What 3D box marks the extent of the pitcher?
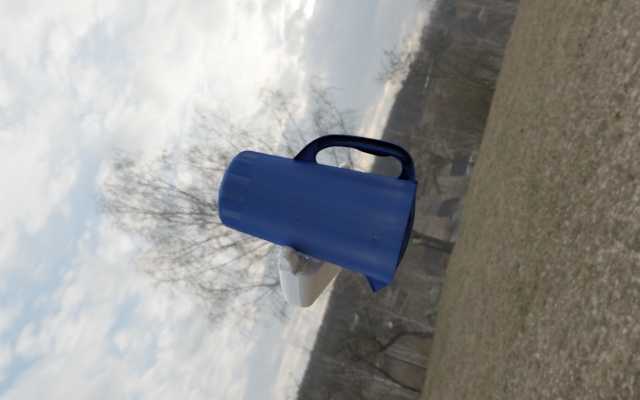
[{"bbox_3d":[0.000,0.002,0.617,0.243,0.149,0.145,15,-36,10],"label":"pitcher"}]
